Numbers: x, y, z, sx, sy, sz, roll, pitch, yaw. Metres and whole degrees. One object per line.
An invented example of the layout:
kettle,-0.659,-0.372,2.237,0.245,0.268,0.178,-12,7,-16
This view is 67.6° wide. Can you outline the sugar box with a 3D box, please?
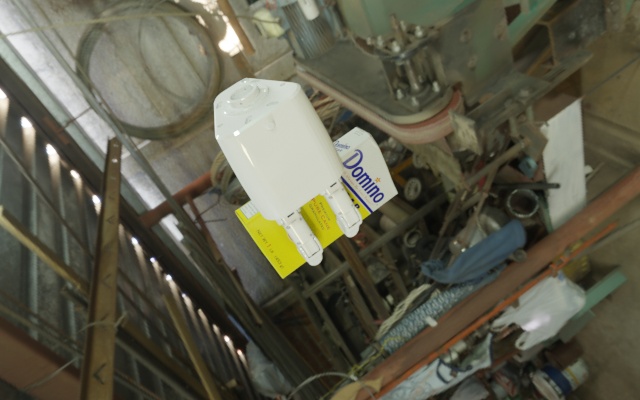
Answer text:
sugar box,0.000,0.002,0.560,0.176,0.093,0.048,-35,34,-8
